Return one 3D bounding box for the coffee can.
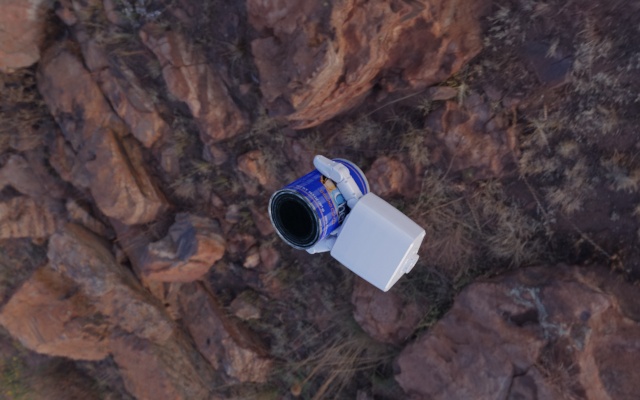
[{"bbox_3d":[0.000,0.002,0.773,0.103,0.103,0.140,0,23,40],"label":"coffee can"}]
